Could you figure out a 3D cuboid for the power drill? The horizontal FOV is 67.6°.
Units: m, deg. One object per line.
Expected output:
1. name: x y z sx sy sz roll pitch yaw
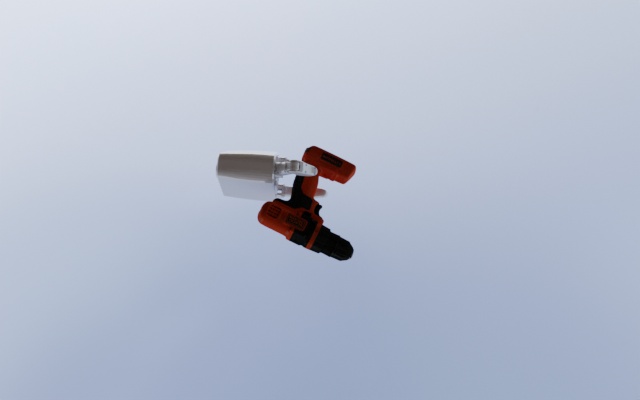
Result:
1. power drill: 0.000 0.002 0.883 0.184 0.187 0.057 27 -29 -4
